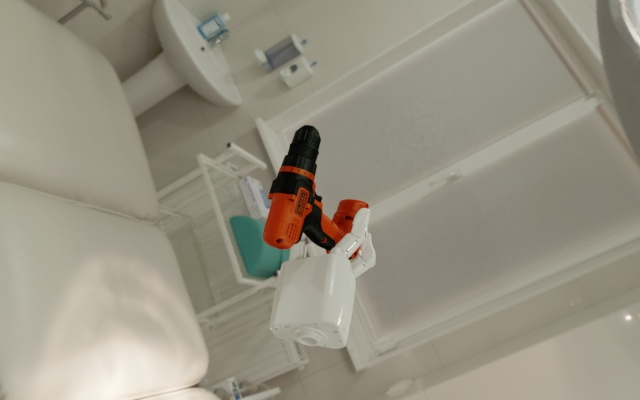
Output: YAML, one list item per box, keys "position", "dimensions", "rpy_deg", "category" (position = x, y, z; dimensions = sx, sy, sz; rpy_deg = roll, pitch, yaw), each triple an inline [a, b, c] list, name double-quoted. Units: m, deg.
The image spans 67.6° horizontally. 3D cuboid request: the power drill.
- position: [0.000, 0.003, 0.724]
  dimensions: [0.057, 0.184, 0.188]
  rpy_deg: [5, -18, 40]
  category: "power drill"
